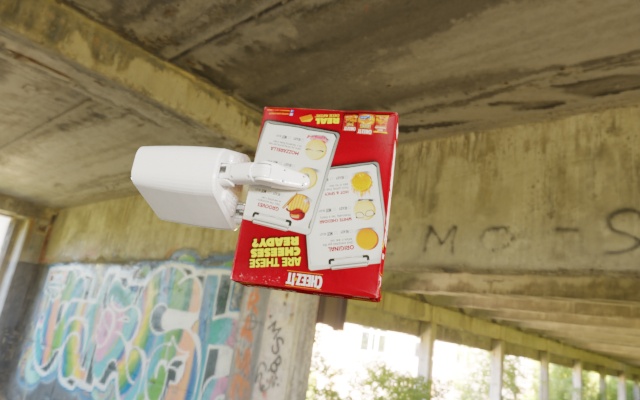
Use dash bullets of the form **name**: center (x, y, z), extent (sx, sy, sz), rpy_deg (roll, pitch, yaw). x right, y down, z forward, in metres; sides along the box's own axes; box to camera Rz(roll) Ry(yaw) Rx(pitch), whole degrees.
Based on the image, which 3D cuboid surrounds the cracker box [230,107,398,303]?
- **cracker box**: center (0.000, 0.002, 0.561), extent (0.164, 0.213, 0.072), rpy_deg (5, -16, 13)
